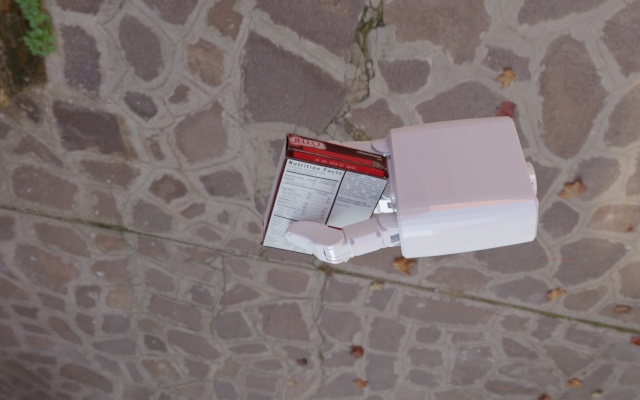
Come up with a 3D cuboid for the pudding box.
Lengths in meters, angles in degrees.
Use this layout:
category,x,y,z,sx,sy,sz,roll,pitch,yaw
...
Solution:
category,x,y,z,sx,sy,sz,roll,pitch,yaw
pudding box,0.000,0.002,0.428,0.090,0.114,0.039,13,39,-9
